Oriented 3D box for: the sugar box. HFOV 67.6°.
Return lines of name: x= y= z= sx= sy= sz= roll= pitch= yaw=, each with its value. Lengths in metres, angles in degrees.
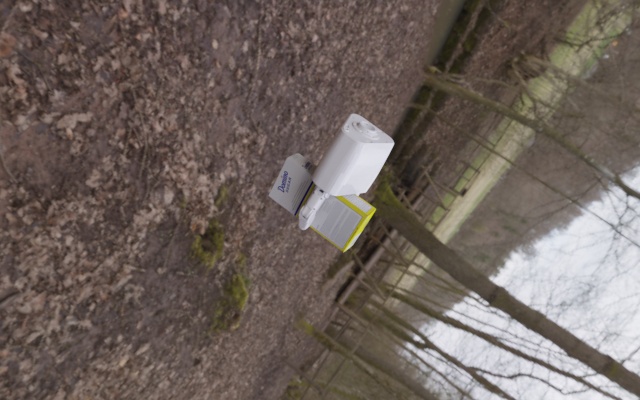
sugar box: x=0.001 y=0.003 z=0.847 sx=0.176 sy=0.093 sz=0.048 roll=38 pitch=31 yaw=14
